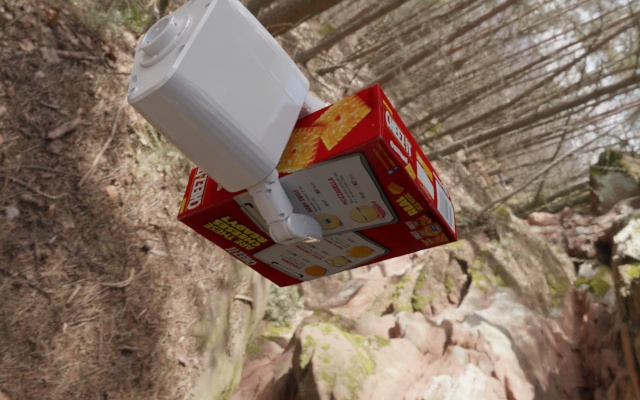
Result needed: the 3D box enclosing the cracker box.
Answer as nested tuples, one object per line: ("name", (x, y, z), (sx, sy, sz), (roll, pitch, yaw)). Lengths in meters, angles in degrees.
("cracker box", (0.000, 0.002, 0.464), (0.214, 0.072, 0.164), (-19, -42, 28))
